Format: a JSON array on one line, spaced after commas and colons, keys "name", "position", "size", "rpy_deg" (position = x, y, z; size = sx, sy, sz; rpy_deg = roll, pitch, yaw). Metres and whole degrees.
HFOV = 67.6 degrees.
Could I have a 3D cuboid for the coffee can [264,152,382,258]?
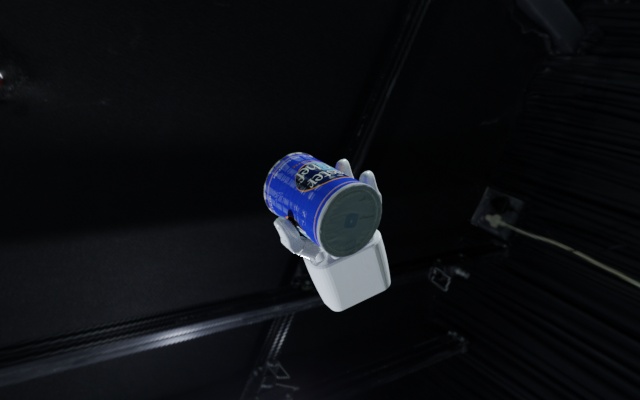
[{"name": "coffee can", "position": [0.000, 0.002, 0.660], "size": [0.103, 0.103, 0.140], "rpy_deg": [0, 21, -38]}]
